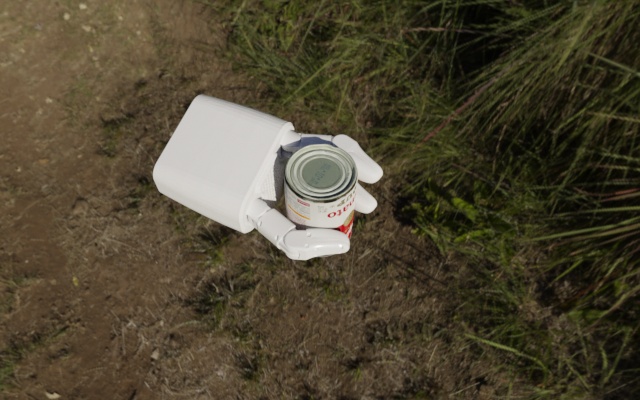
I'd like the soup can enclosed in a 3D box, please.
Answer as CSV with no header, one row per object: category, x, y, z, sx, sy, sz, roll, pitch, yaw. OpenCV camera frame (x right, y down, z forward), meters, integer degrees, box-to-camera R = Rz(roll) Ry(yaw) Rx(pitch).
soup can,0.000,0.002,0.466,0.068,0.068,0.102,0,-34,-1
